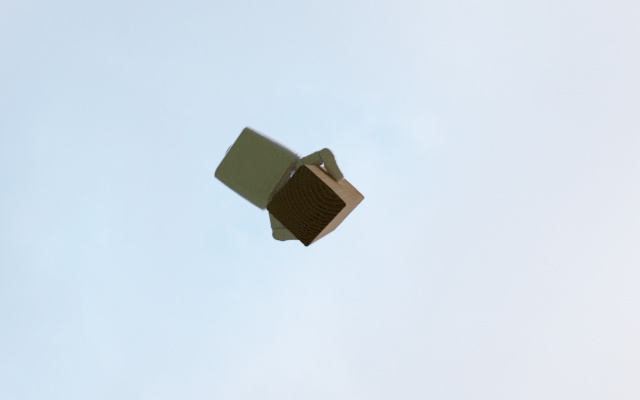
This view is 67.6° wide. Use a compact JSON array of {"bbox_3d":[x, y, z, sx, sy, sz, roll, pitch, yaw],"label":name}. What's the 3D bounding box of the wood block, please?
[{"bbox_3d":[0.000,0.002,0.792,0.090,0.091,0.206,43,11,7],"label":"wood block"}]
